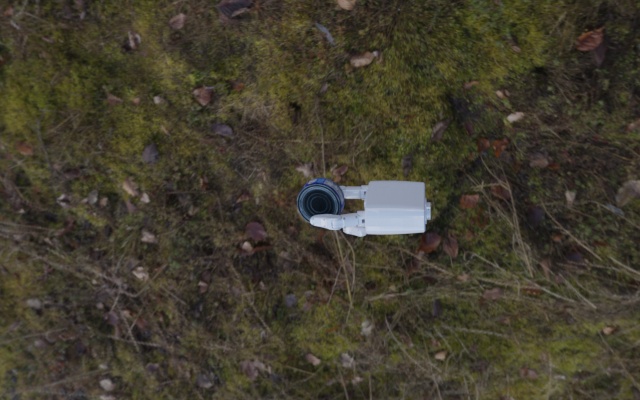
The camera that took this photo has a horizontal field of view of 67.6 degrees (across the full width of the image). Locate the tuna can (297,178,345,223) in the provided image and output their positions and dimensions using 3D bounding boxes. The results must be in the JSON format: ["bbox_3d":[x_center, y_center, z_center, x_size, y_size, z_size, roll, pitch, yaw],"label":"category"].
[{"bbox_3d":[0.000,0.003,0.887,0.086,0.086,0.033,0,22,15],"label":"tuna can"}]
